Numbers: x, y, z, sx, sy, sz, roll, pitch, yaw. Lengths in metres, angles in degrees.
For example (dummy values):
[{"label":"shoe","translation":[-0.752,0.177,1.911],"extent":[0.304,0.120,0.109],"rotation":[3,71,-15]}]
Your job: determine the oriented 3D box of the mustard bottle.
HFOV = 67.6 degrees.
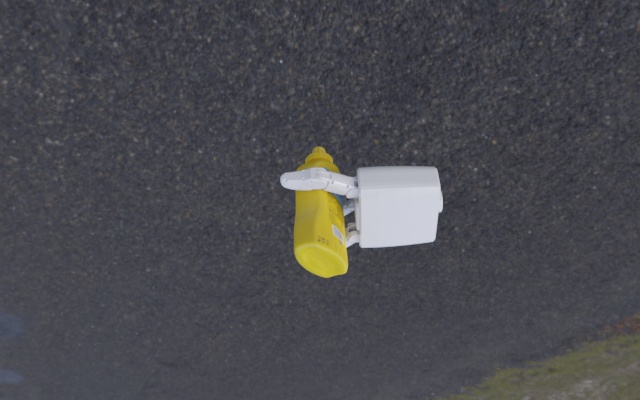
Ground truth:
[{"label":"mustard bottle","translation":[0.000,0.002,0.662],"extent":[0.058,0.191,0.096],"rotation":[-18,-38,23]}]
